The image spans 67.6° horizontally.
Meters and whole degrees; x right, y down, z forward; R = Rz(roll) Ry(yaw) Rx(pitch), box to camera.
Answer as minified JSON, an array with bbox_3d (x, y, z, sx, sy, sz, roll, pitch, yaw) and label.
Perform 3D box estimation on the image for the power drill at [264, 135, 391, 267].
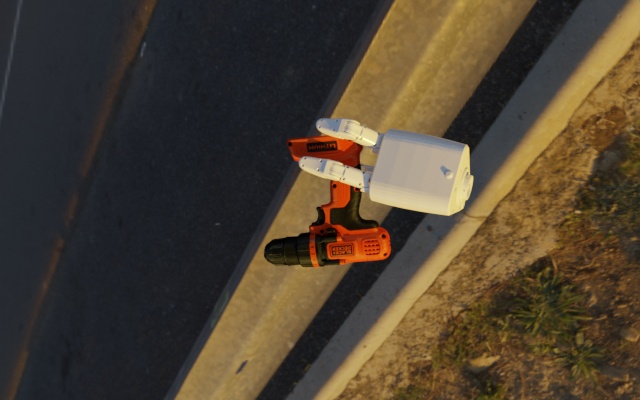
[{"bbox_3d":[0.000,0.002,0.680,0.184,0.188,0.057,-6,8,8],"label":"power drill"}]
